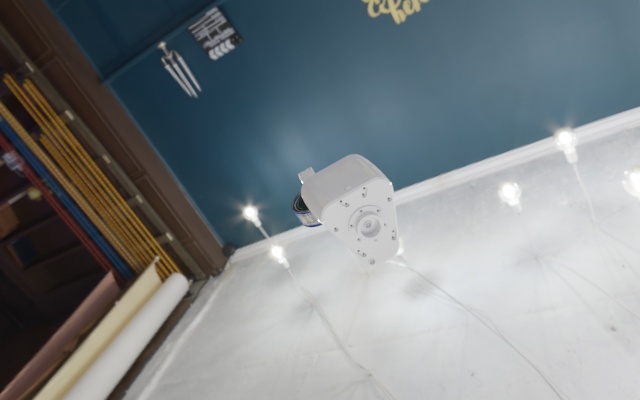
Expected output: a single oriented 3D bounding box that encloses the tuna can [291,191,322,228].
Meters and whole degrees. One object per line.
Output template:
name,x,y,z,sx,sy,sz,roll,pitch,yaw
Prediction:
tuna can,0.000,0.003,0.732,0.086,0.034,0.086,-25,26,13
